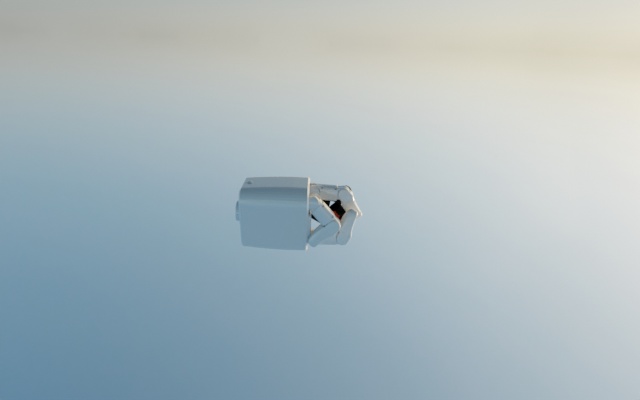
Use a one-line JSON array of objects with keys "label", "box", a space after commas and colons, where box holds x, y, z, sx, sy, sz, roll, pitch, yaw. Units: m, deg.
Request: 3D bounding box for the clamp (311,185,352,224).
[{"label": "clamp", "box": [0.000, 0.003, 0.842, 0.120, 0.039, 0.171, 2, 18, -1]}]
